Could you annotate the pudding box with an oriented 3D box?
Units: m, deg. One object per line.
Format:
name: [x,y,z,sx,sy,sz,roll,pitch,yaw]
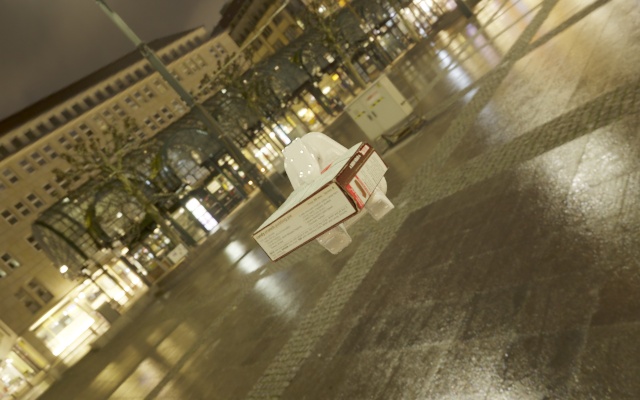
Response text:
pudding box: [0.000,0.001,0.442,0.113,0.039,0.090,-35,10,35]
